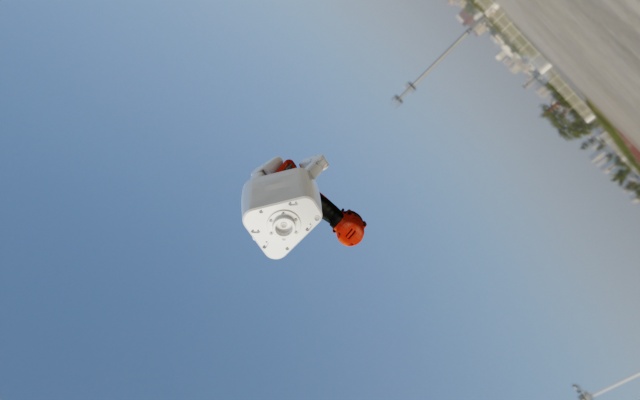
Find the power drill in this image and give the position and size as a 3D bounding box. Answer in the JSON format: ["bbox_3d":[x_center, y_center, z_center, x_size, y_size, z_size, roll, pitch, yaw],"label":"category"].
[{"bbox_3d":[0.000,0.003,0.856,0.187,0.057,0.184,37,4,-2],"label":"power drill"}]
